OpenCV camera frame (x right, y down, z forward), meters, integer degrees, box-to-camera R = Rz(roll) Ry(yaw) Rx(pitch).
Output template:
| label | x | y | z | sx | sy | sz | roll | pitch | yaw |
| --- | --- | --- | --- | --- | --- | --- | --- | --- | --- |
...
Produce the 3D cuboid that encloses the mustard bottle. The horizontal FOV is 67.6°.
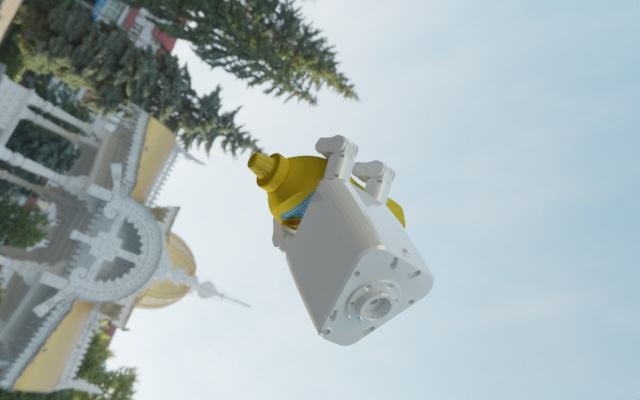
| label | x | y | z | sx | sy | sz | roll | pitch | yaw |
| --- | --- | --- | --- | --- | --- | --- | --- | --- | --- |
| mustard bottle | 0.000 | 0.002 | 0.529 | 0.192 | 0.058 | 0.096 | 31 | -49 | -33 |
